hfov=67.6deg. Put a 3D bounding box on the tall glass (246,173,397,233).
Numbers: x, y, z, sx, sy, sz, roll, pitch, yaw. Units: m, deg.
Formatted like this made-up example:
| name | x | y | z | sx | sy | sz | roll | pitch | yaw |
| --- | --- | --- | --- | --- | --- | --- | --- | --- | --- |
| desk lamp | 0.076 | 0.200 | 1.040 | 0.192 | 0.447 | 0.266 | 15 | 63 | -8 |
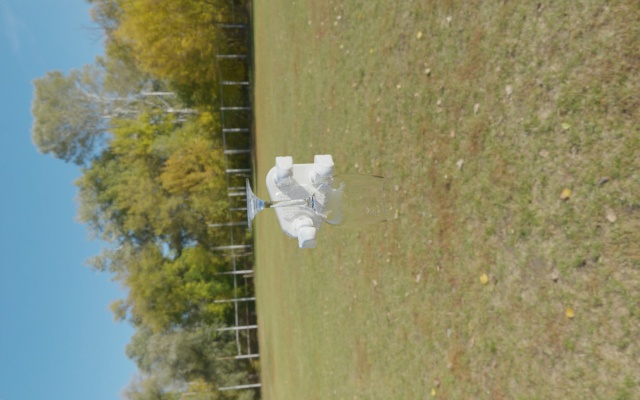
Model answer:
| name | x | y | z | sx | sy | sz | roll | pitch | yaw |
| --- | --- | --- | --- | --- | --- | --- | --- | --- | --- |
| tall glass | -0.001 | 0.002 | 0.659 | 0.201 | 0.079 | 0.079 | -3 | 0 | -8 |
